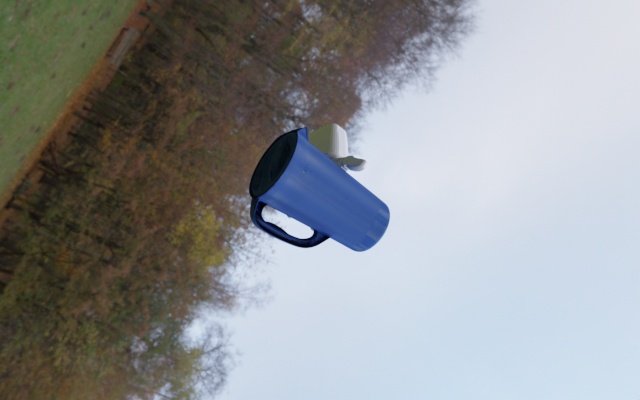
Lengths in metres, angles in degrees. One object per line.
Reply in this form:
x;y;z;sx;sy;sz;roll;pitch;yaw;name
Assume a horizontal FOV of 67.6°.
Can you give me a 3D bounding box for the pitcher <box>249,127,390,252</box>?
0.000;0.003;0.842;0.243;0.145;0.149;33;-56;-26;pitcher
